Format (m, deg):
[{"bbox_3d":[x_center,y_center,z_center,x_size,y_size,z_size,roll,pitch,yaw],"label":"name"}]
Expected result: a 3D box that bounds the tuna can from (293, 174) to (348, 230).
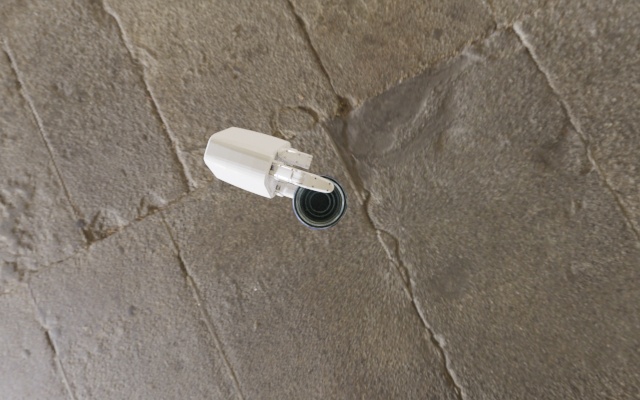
[{"bbox_3d":[0.000,0.002,0.740,0.086,0.086,0.034,0,-1,4],"label":"tuna can"}]
